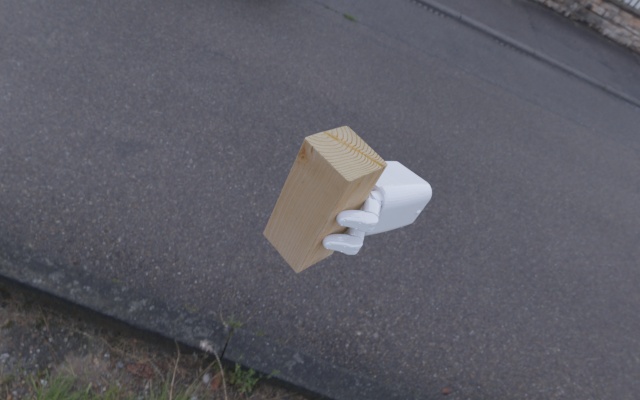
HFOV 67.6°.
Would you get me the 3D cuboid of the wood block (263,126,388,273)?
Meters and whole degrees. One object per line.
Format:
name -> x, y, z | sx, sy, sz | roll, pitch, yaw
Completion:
wood block -> 0.000, 0.002, 0.713 | 0.090, 0.090, 0.206 | -23, -28, -42
